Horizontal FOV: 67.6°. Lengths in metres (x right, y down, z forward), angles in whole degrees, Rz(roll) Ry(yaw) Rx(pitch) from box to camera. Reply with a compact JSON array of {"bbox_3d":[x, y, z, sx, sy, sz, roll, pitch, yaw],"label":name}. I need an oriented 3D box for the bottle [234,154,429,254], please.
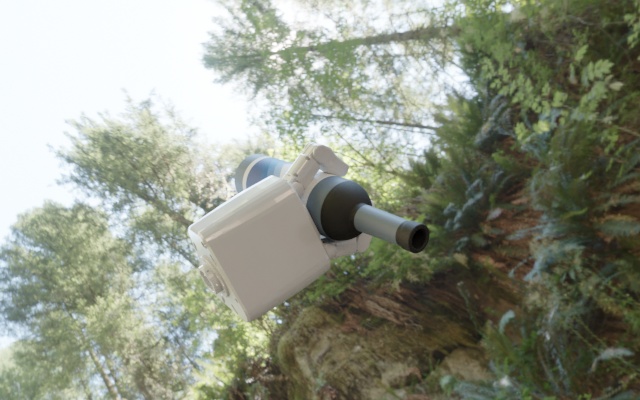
[{"bbox_3d":[0.000,0.002,0.535,0.069,0.069,0.295,0,13,-38],"label":"bottle"}]
